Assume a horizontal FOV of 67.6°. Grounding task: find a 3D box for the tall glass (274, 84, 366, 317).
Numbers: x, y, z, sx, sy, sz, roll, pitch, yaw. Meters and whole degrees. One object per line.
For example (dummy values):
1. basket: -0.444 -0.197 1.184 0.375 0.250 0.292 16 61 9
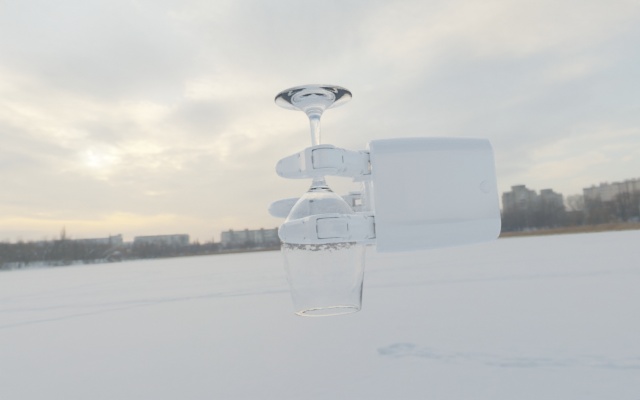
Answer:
1. tall glass: 0.000 0.001 0.442 0.079 0.201 0.079 -4 -6 0
